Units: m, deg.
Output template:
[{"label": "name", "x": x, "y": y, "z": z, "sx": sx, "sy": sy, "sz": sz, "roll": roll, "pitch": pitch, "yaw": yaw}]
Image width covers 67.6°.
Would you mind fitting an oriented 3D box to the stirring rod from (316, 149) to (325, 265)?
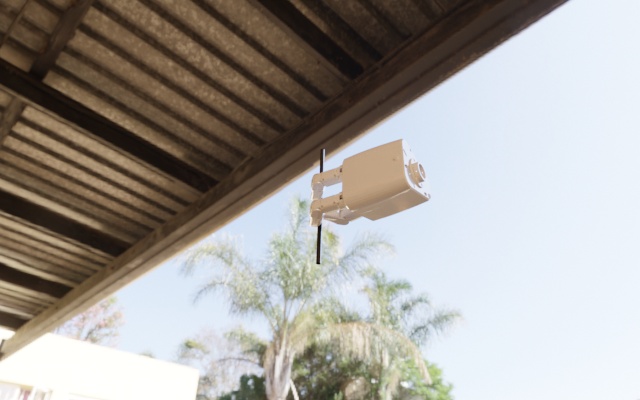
[{"label": "stirring rod", "x": 0.000, "y": 0.003, "z": 0.831, "sx": 0.011, "sy": 0.239, "sz": 0.011, "roll": 1, "pitch": -35, "yaw": 1}]
